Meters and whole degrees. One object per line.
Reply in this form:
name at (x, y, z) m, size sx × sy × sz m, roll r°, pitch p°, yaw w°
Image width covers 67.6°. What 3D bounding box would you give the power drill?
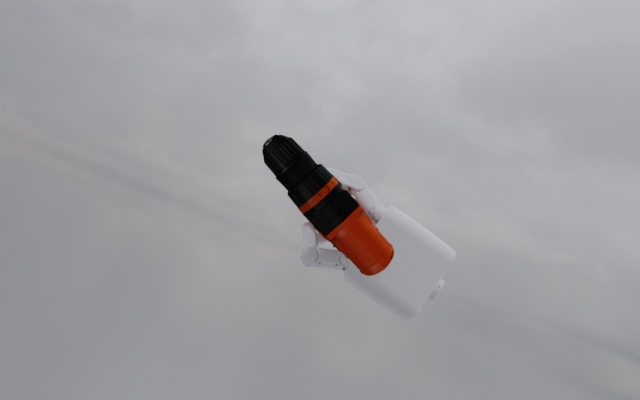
power drill at (0.000, 0.002, 0.574) m, size 0.057 × 0.184 × 0.187 m, roll -41°, pitch 5°, yaw -1°
